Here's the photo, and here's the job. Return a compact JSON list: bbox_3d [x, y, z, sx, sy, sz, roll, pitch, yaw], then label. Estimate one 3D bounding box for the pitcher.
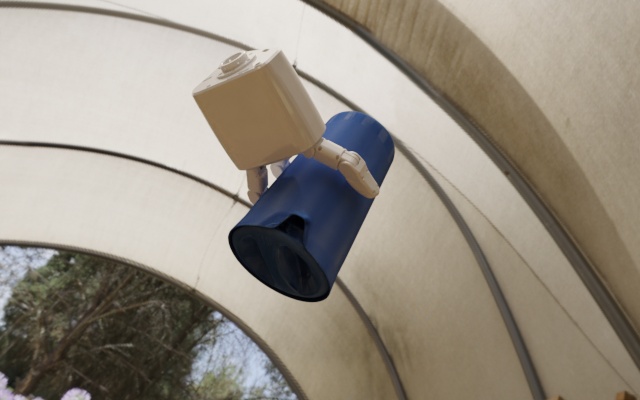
[{"bbox_3d":[0.000,0.002,0.613,0.149,0.145,0.242,-4,40,41],"label":"pitcher"}]
